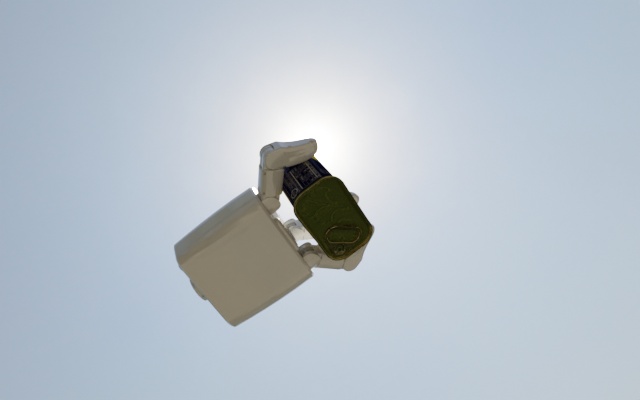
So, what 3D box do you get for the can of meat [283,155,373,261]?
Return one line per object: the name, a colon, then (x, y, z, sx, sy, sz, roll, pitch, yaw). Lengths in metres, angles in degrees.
can of meat: (0.000, 0.001, 0.513, 0.057, 0.102, 0.084, -37, 36, -1)
